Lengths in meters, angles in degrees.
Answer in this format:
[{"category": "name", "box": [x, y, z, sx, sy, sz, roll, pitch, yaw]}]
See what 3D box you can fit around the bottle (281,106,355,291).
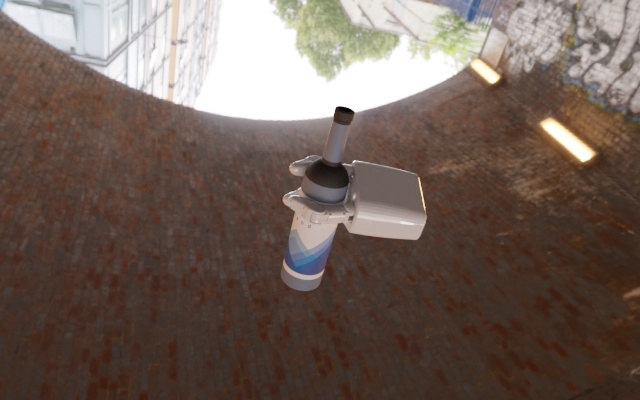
[{"category": "bottle", "box": [0.000, 0.003, 0.707, 0.069, 0.296, 0.069, 11, 30, -7]}]
